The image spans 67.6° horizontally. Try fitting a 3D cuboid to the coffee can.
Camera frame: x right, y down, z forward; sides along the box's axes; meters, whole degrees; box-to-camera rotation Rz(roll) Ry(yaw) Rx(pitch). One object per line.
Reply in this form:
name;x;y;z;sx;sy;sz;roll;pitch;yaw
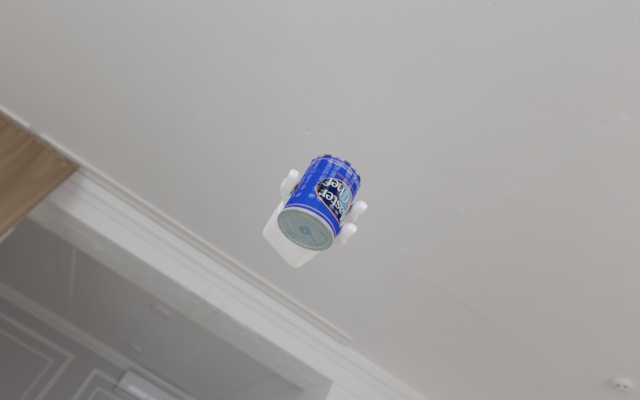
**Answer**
coffee can;0.000;0.003;0.838;0.103;0.103;0.140;0;44;33
